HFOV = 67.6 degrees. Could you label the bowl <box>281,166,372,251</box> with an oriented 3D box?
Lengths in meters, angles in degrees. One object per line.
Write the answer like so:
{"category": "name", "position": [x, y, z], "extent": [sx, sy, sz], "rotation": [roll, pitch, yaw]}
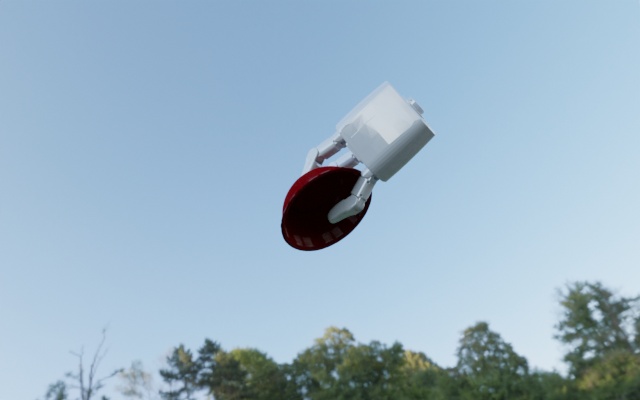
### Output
{"category": "bowl", "position": [-0.001, 0.003, 0.754], "extent": [0.162, 0.162, 0.055], "rotation": [0, 35, -37]}
